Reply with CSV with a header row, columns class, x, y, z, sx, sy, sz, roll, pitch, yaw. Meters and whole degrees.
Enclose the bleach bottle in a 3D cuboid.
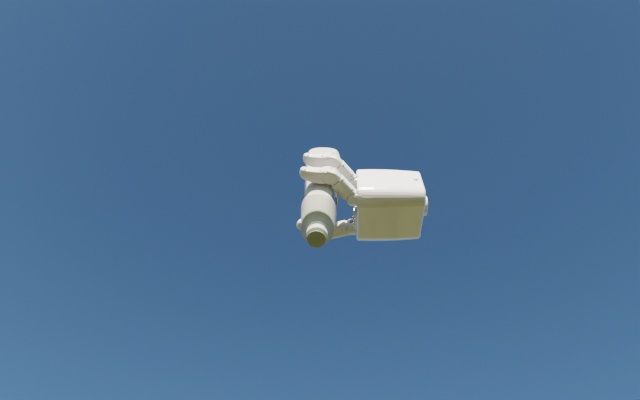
class,x,y,z,sx,sy,sz,roll,pitch,yaw
bleach bottle,0.000,0.002,0.787,0.068,0.103,0.250,0,29,3
